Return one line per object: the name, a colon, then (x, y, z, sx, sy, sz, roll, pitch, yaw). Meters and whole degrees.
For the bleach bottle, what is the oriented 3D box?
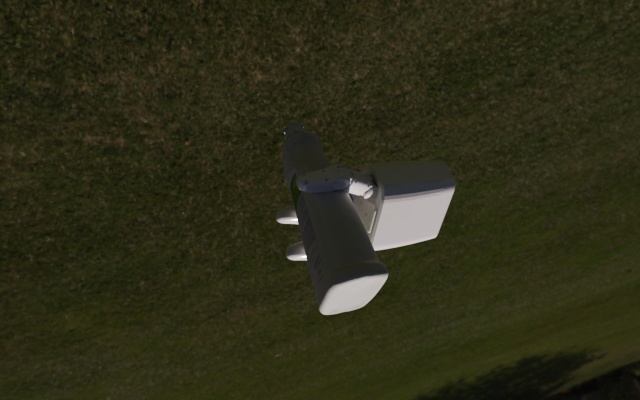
bleach bottle: (0.000, 0.002, 0.576, 0.068, 0.250, 0.103, -7, -32, -19)
